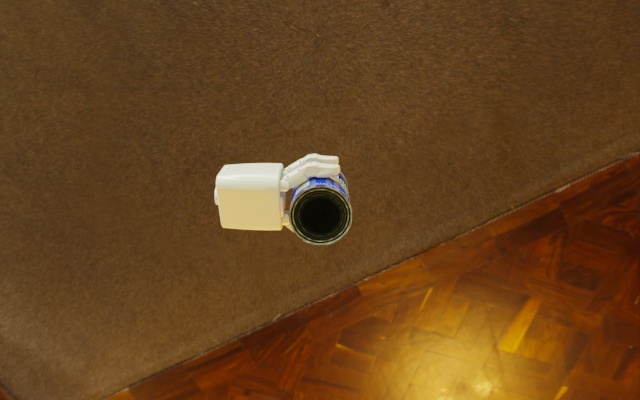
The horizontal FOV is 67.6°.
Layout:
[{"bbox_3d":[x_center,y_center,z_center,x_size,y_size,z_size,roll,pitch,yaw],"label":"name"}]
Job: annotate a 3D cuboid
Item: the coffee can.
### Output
[{"bbox_3d":[0.000,0.003,0.827,0.103,0.103,0.140,0,19,0],"label":"coffee can"}]
